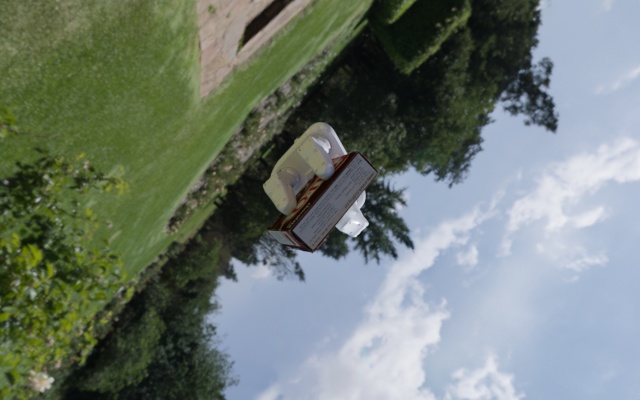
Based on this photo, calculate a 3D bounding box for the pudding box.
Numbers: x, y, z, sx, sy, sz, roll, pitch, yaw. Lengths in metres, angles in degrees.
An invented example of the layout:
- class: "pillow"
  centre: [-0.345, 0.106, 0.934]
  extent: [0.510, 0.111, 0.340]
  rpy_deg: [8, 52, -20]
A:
- class: "pudding box"
  centre: [0.000, 0.002, 0.511]
  extent: [0.039, 0.113, 0.090]
  rpy_deg: [42, -15, -13]
